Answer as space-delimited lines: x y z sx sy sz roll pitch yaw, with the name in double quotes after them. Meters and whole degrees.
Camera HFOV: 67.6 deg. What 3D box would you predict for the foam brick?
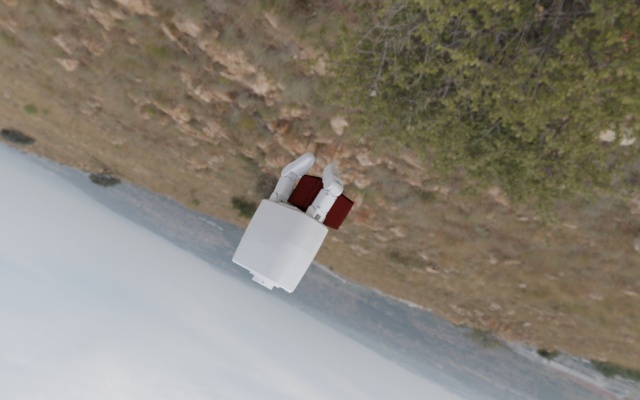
0.000 0.002 0.734 0.078 0.051 0.053 35 -11 -30 "foam brick"
